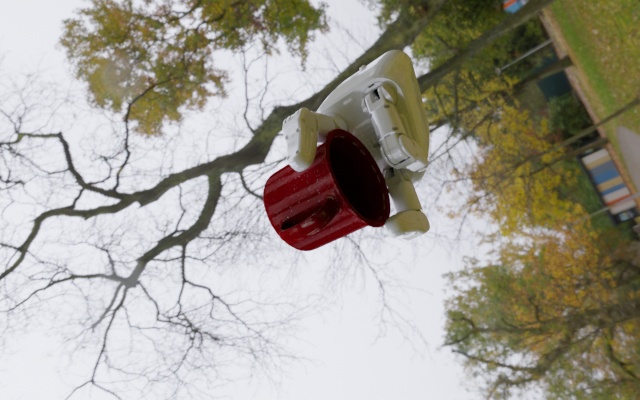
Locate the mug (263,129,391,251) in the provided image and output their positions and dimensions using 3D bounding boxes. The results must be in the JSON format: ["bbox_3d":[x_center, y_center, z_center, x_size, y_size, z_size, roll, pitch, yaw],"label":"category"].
[{"bbox_3d":[0.000,0.002,0.418,0.081,0.093,0.117,-27,17,30],"label":"mug"}]
